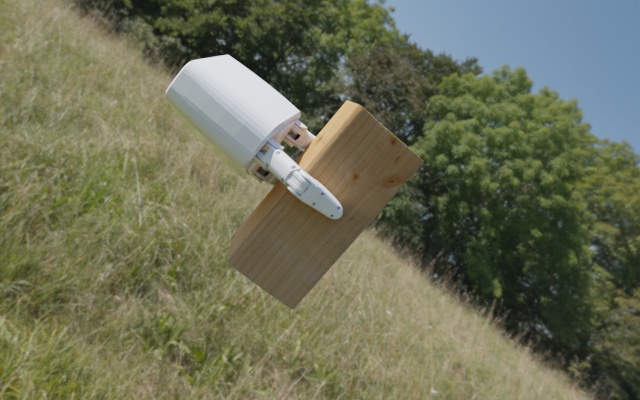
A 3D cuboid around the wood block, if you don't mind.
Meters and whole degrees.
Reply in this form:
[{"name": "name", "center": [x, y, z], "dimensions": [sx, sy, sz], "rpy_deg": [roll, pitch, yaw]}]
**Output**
[{"name": "wood block", "center": [0.000, 0.001, 0.520], "dimensions": [0.090, 0.206, 0.090], "rpy_deg": [39, 8, -14]}]
